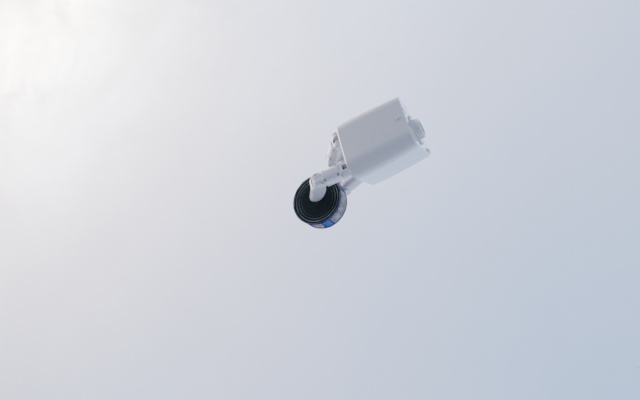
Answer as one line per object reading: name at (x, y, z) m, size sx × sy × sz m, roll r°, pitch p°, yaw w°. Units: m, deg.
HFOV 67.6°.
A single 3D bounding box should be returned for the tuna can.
tuna can at (0.000, 0.003, 0.787) m, size 0.086 × 0.086 × 0.034 m, roll 0°, pitch -19°, yaw 28°
